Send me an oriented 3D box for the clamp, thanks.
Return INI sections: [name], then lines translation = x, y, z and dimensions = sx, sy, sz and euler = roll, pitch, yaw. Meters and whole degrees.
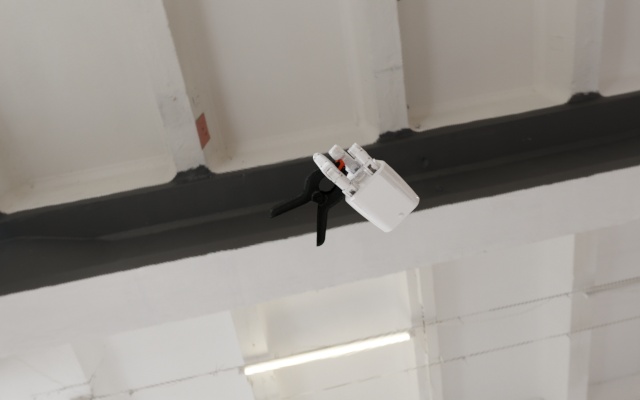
[clamp]
translation = 0.000, 0.003, 0.898
dimensions = 0.120, 0.171, 0.039
euler = 40, 11, -19
